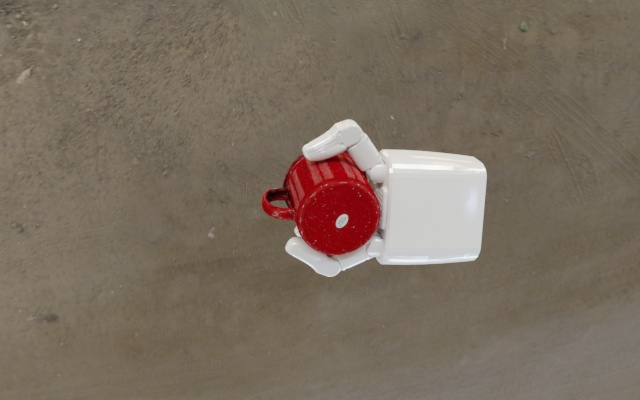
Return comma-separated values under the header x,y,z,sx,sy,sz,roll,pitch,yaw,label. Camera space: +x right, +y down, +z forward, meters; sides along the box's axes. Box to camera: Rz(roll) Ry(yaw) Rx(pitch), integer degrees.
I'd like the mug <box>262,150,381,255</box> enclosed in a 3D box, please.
x,y,z,sx,sy,sz,roll,pitch,yaw,label
-0.001,0.002,0.478,0.117,0.093,0.081,1,24,-10,mug
